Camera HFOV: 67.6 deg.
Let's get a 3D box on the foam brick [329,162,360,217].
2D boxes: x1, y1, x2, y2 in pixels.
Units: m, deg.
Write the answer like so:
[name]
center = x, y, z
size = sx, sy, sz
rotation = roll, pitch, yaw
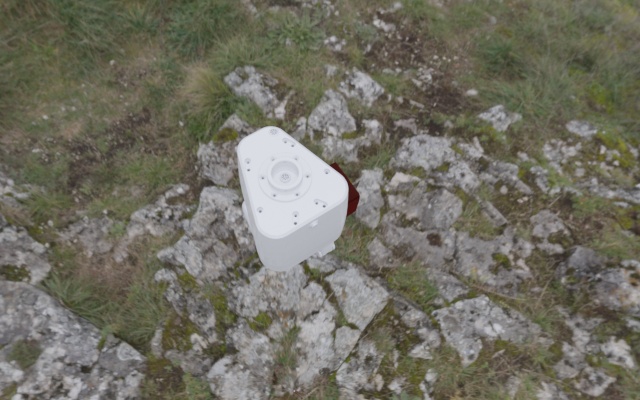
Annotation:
[foam brick]
center = 0.000, 0.002, 0.566
size = 0.078, 0.053, 0.051
rotation = -31, -18, -14
